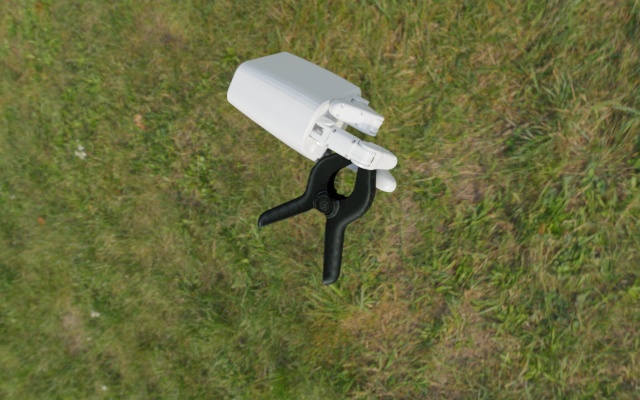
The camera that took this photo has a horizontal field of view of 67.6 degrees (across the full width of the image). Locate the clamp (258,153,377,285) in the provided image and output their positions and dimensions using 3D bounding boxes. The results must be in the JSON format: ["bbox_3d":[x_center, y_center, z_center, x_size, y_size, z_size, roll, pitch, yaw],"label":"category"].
[{"bbox_3d":[0.000,0.002,0.550,0.120,0.171,0.039,29,18,8],"label":"clamp"}]
